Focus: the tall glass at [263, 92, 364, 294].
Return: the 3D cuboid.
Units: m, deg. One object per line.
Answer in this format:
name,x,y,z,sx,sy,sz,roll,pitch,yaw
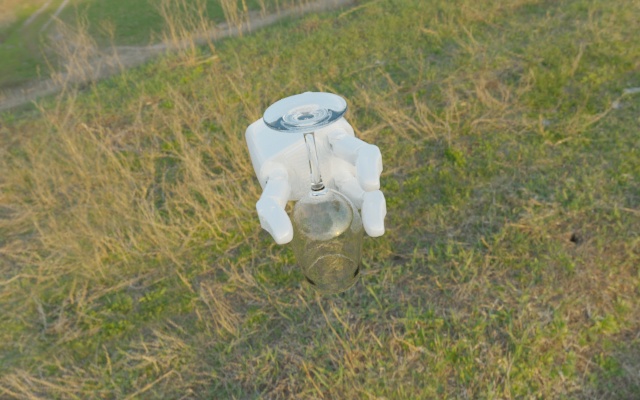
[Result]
tall glass,0.000,0.001,0.471,0.079,0.201,0.079,-6,36,5
